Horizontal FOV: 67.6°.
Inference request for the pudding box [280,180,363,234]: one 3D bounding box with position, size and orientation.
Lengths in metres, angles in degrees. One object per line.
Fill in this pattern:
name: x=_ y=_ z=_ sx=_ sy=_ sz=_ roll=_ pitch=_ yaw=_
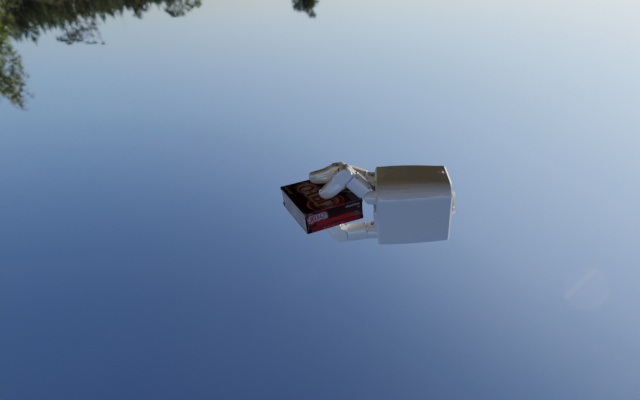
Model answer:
pudding box: x=0.000 y=0.002 z=0.716 sx=0.090 sy=0.039 sz=0.113 roll=-15 pitch=25 yaw=-18
